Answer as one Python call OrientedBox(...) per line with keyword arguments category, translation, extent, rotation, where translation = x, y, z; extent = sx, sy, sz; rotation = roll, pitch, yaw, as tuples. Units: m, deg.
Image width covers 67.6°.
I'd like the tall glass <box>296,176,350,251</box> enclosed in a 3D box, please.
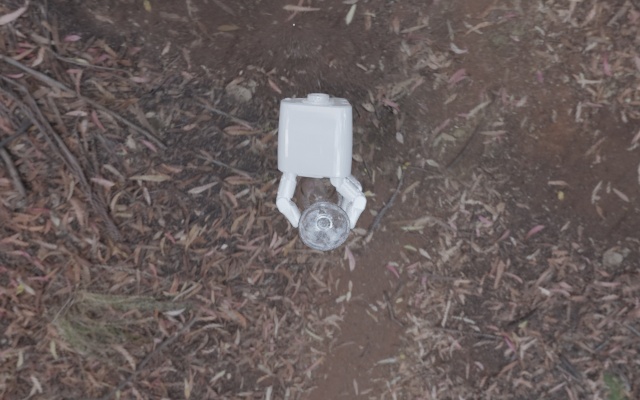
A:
OrientedBox(category="tall glass", translation=(0.000, 0.003, 0.761), extent=(0.079, 0.079, 0.201), rotation=(0, 20, -3))
